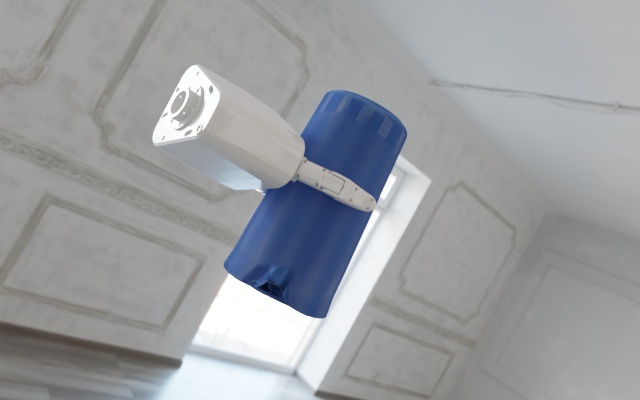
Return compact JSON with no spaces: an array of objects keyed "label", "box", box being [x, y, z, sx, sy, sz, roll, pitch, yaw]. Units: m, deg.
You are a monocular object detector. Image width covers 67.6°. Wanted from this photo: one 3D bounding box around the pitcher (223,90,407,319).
[{"label":"pitcher","box":[0.000,0.002,0.564,0.145,0.243,0.149,29,-1,-42]}]
